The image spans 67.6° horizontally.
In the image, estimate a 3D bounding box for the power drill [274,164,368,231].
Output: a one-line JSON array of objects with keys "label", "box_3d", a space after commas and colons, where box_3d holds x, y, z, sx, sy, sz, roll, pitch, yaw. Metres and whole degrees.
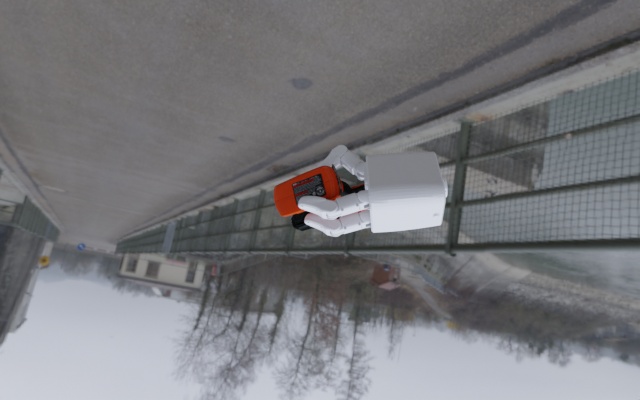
[{"label": "power drill", "box_3d": [0.000, 0.003, 0.795, 0.184, 0.057, 0.188, -22, -15, 20]}]
